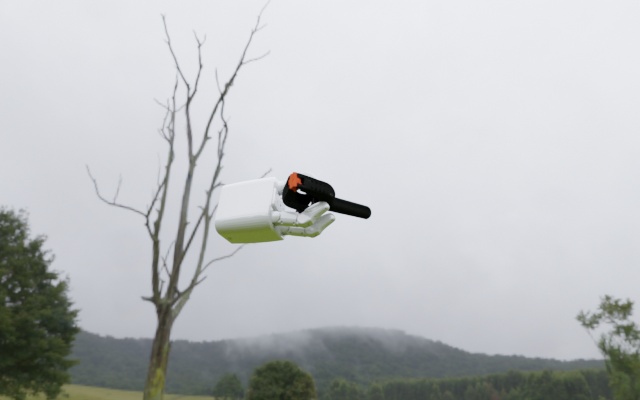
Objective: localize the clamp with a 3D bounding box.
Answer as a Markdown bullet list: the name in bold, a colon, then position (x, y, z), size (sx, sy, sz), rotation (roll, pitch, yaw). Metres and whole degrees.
- **clamp**: position (0.000, 0.002, 0.862), size (0.164, 0.036, 0.210), rotation (-8, -24, 11)
